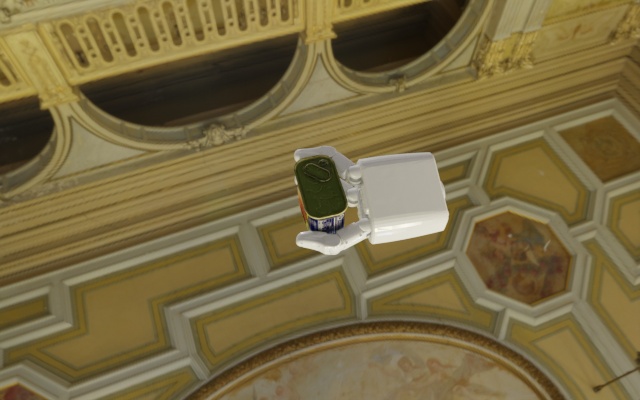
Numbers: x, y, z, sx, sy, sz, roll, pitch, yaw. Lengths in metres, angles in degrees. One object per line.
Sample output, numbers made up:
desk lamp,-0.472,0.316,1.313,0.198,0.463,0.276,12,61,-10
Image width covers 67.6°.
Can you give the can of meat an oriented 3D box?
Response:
can of meat,0.000,0.002,0.668,0.057,0.102,0.084,-13,-33,-7
